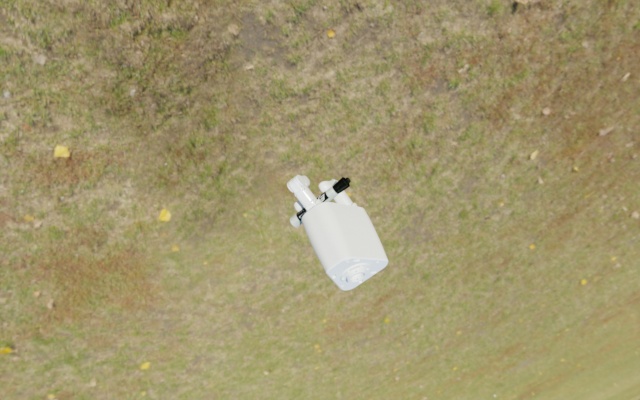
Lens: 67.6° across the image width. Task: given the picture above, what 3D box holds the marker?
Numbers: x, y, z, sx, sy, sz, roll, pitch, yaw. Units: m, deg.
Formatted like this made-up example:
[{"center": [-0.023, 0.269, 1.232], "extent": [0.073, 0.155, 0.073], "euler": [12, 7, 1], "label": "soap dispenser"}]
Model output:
[{"center": [0.000, 0.002, 0.767], "extent": [0.121, 0.020, 0.020], "euler": [-38, -15, 19], "label": "marker"}]
